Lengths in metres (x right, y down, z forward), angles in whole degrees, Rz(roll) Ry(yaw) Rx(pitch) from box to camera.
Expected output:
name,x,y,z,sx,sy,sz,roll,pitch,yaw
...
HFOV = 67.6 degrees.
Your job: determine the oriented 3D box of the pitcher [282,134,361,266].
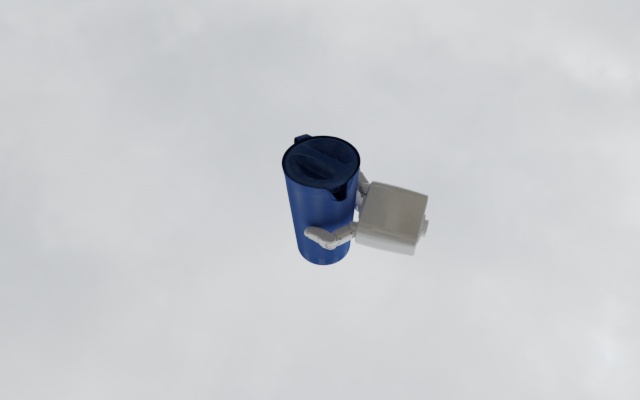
name,x,y,z,sx,sy,sz,roll,pitch,yaw
pitcher,0.000,0.003,0.890,0.145,0.149,0.243,14,-41,14
